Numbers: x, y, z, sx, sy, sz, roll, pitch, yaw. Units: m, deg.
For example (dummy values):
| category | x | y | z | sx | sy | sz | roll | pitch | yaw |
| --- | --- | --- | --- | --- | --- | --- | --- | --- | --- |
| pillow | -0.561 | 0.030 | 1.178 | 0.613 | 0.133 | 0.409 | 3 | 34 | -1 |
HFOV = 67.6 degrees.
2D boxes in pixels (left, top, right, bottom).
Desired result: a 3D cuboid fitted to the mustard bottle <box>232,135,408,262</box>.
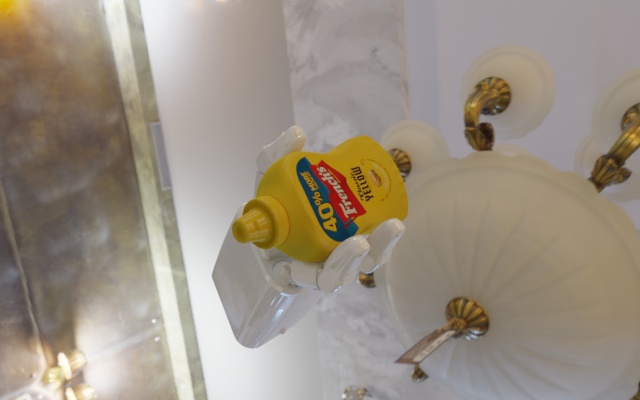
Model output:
| category | x | y | z | sx | sy | sz | roll | pitch | yaw |
| --- | --- | --- | --- | --- | --- | --- | --- | --- | --- |
| mustard bottle | 0.000 | 0.001 | 0.422 | 0.058 | 0.096 | 0.191 | -28 | -5 | 42 |
